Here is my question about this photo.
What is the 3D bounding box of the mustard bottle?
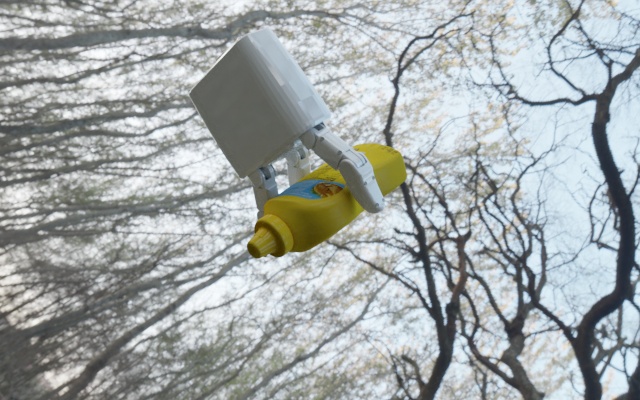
[{"bbox_3d":[0.000,0.002,0.488,0.096,0.058,0.191,4,30,44],"label":"mustard bottle"}]
